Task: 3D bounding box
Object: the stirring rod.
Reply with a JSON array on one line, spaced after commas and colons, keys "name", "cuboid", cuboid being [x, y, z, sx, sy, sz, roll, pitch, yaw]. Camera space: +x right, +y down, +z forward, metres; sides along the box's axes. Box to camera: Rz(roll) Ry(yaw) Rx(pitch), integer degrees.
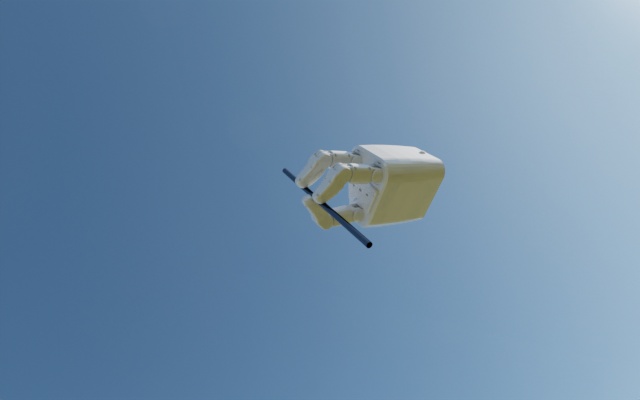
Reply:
[{"name": "stirring rod", "cuboid": [0.000, 0.002, 0.619, 0.011, 0.011, 0.239, 0, 23, -29]}]
